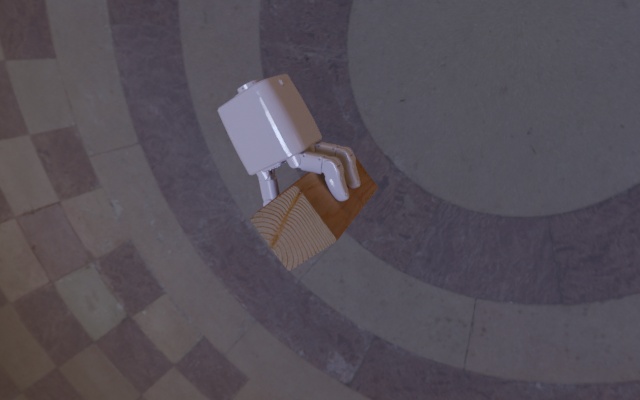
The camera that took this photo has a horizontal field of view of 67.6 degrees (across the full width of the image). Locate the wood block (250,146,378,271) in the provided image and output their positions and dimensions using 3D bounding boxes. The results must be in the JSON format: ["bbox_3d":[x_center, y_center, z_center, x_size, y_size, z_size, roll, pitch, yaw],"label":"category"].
[{"bbox_3d":[0.000,0.002,0.694,0.091,0.090,0.206,-34,5,29],"label":"wood block"}]
